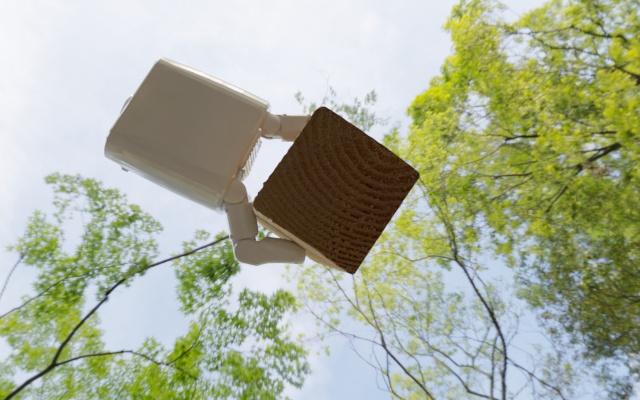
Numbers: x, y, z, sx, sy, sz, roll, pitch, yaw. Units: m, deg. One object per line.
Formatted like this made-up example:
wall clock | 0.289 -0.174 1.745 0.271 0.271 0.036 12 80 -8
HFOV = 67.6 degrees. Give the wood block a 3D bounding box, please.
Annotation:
wood block | 0.000 0.001 0.433 0.090 0.091 0.206 35 -8 -3
